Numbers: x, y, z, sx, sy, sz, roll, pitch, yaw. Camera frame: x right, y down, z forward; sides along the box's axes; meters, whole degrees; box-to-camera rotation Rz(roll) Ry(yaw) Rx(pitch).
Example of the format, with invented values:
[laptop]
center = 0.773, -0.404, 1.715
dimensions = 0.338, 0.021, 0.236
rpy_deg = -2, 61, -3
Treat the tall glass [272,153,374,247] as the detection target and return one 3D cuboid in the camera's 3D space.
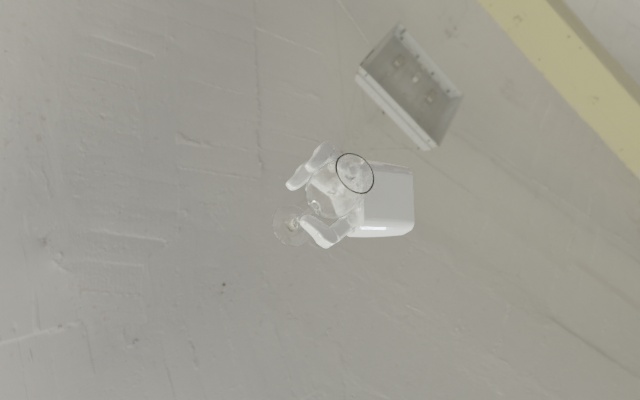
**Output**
[tall glass]
center = 0.000, 0.003, 0.720
dimensions = 0.079, 0.079, 0.201
rpy_deg = 0, -23, -31
